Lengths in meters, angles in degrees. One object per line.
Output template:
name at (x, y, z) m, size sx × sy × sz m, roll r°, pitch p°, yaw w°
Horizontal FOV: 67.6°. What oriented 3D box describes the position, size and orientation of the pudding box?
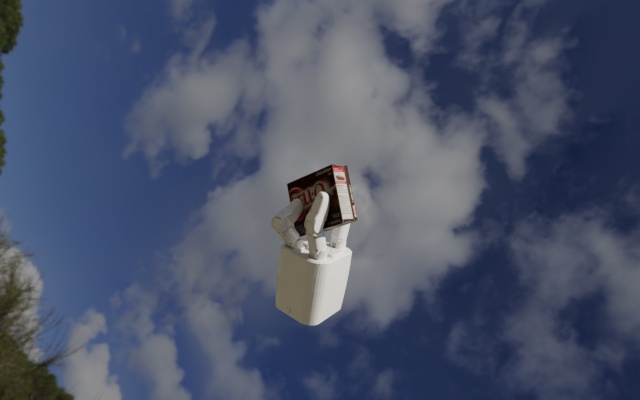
pudding box at (0.000, 0.002, 0.740) m, size 0.039 × 0.090 × 0.113 m, roll -2°, pitch -13°, yaw -45°
